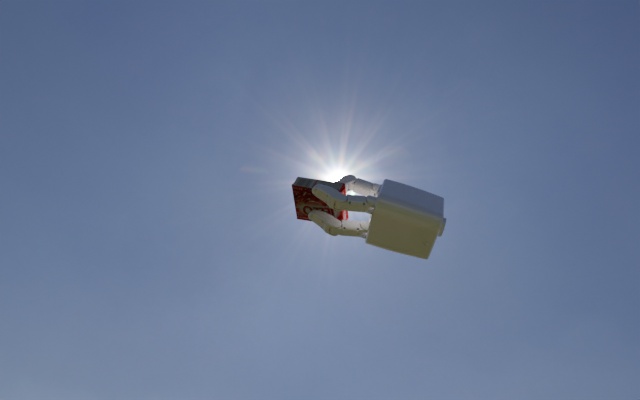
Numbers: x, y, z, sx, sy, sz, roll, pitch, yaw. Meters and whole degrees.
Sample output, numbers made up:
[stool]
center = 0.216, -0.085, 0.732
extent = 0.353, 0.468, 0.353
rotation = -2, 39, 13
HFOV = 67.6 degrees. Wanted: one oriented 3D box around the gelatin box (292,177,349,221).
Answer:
[gelatin box]
center = 0.000, 0.002, 0.801
extent = 0.089, 0.073, 0.030
rotation = 9, 40, 20
